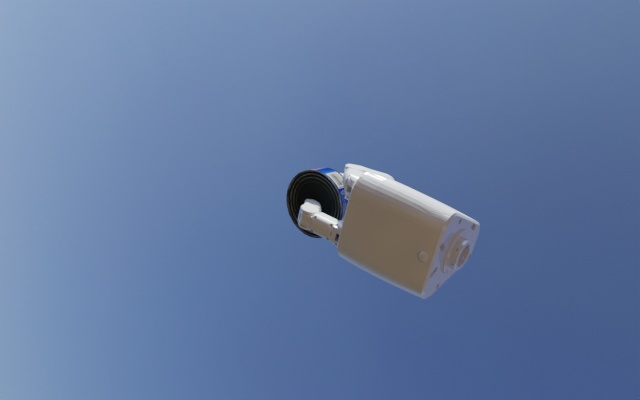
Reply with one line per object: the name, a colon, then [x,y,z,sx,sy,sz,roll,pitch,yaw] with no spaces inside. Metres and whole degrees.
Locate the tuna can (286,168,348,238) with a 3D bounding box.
tuna can: [0.000,0.002,0.601,0.086,0.086,0.033,0,10,38]
